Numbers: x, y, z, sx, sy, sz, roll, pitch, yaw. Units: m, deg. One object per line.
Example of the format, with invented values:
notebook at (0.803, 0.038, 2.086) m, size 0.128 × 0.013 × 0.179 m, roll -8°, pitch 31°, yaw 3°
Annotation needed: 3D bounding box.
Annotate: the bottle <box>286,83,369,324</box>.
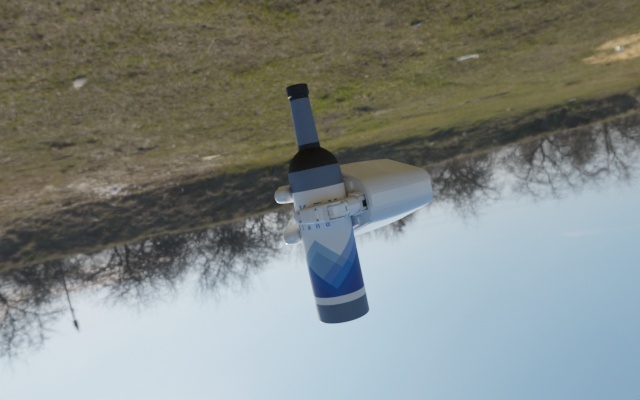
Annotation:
bottle at (0.000, 0.002, 0.601) m, size 0.069 × 0.296 × 0.069 m, roll -12°, pitch 4°, yaw 1°
